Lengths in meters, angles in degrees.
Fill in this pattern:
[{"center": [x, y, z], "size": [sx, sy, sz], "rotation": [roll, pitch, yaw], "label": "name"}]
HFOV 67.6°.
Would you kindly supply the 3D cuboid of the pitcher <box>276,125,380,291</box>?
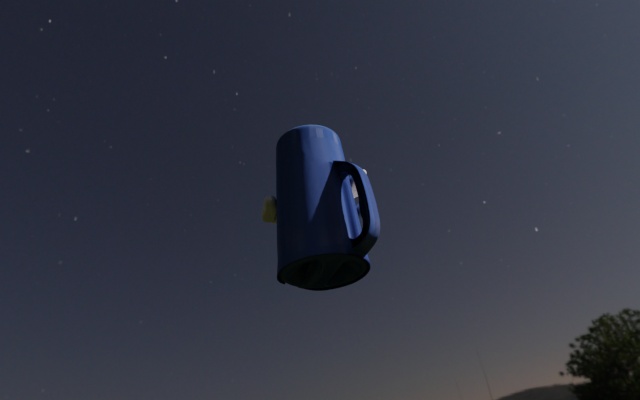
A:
[{"center": [0.000, 0.002, 0.727], "size": [0.149, 0.242, 0.145], "rotation": [-7, -30, -1], "label": "pitcher"}]
